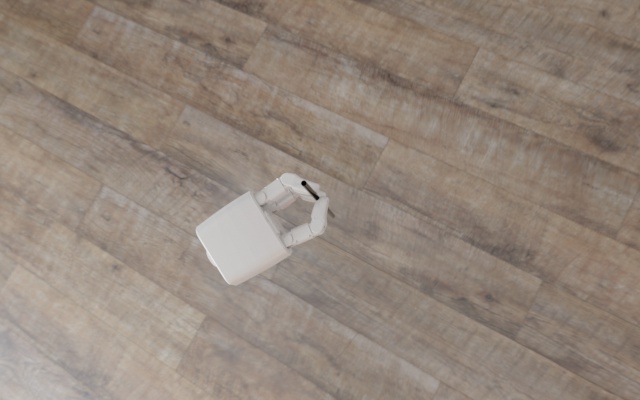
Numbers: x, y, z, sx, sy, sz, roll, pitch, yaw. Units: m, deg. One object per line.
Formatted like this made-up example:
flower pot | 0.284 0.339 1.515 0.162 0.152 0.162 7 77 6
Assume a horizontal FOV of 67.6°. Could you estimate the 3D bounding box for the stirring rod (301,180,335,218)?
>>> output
stirring rod | 0.000 0.003 0.764 0.011 0.011 0.239 0 -12 11
